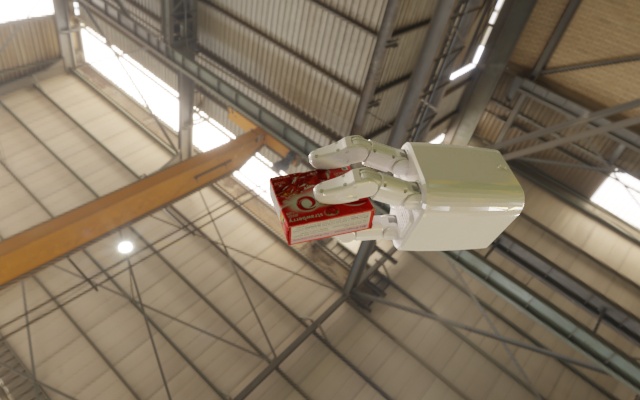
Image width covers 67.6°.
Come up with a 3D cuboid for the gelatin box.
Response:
[{"bbox_3d":[0.000,0.002,0.477,0.089,0.030,0.073,-11,45,-15],"label":"gelatin box"}]
